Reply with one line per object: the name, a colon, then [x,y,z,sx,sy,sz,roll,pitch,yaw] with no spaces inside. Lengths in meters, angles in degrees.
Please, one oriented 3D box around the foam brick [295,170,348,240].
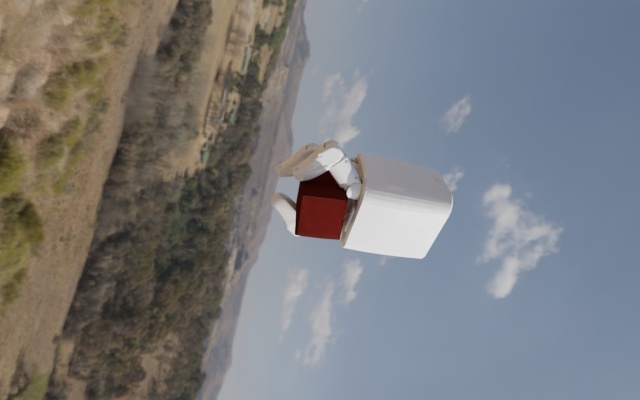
foam brick: [0.000,0.002,0.548,0.051,0.053,0.078,9,27,-6]
